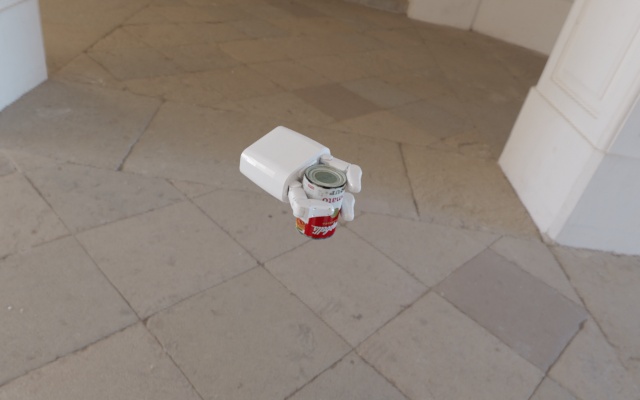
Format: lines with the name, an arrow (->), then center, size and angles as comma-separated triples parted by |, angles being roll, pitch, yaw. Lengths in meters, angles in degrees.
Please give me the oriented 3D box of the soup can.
soup can -> 0.000, 0.003, 0.761 | 0.068, 0.102, 0.068 | 8, 33, -5
